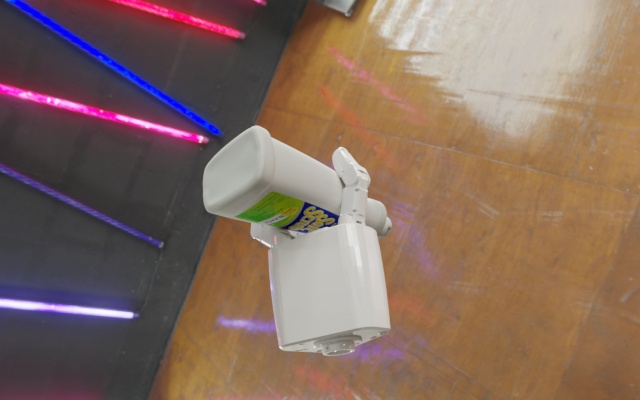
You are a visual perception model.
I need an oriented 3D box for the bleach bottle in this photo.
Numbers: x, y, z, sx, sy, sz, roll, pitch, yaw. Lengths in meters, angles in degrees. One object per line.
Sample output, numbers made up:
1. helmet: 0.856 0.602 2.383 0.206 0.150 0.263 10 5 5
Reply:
1. bleach bottle: 0.000 0.002 0.538 0.251 0.068 0.102 19 -37 -42
